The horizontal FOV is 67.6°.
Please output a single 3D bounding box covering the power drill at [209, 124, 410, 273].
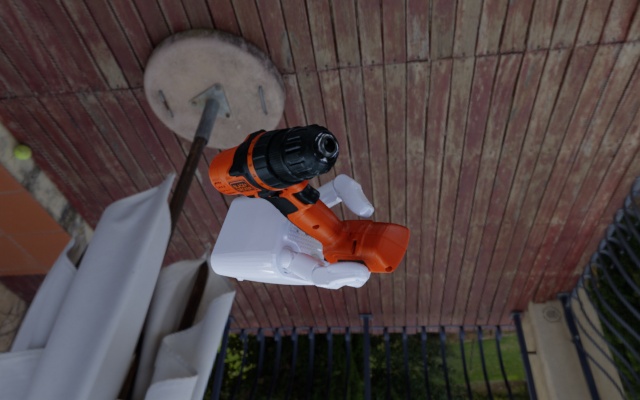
[{"bbox_3d":[0.000,0.002,0.461,0.188,0.057,0.184,40,-23,-27],"label":"power drill"}]
